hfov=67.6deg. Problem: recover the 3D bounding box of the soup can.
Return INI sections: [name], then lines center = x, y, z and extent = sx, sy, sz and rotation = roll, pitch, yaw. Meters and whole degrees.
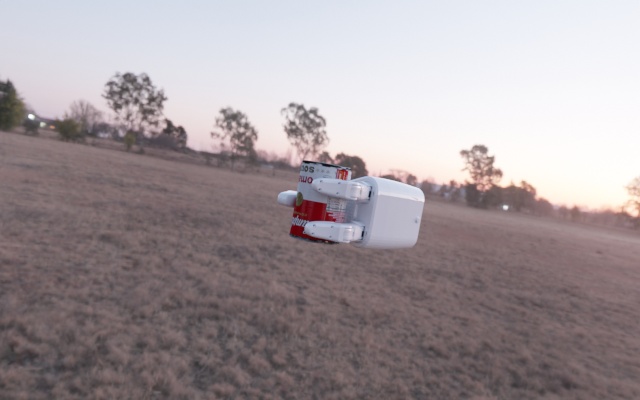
[soup can]
center = 0.000, 0.002, 0.633
extent = 0.068, 0.102, 0.068
rotation = 10, 3, 0
